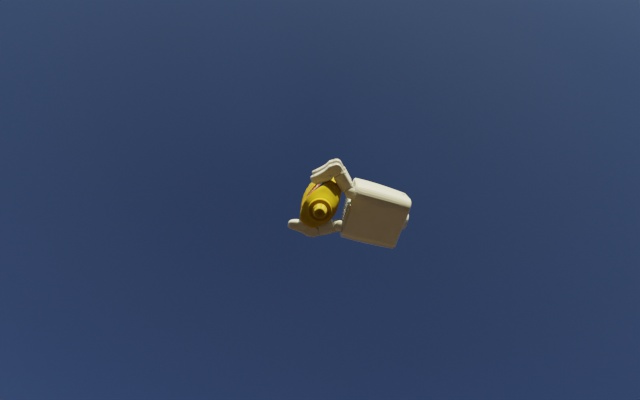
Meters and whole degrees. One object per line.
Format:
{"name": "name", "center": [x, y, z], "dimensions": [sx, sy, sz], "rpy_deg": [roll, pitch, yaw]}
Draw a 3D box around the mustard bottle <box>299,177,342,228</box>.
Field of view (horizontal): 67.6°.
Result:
{"name": "mustard bottle", "center": [0.000, 0.003, 0.892], "dimensions": [0.058, 0.096, 0.191], "rpy_deg": [39, 9, -7]}
